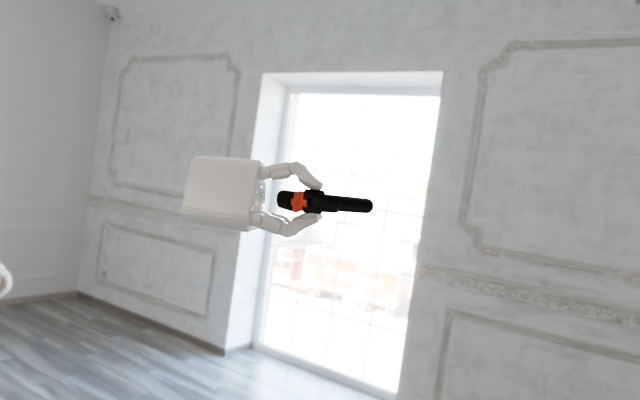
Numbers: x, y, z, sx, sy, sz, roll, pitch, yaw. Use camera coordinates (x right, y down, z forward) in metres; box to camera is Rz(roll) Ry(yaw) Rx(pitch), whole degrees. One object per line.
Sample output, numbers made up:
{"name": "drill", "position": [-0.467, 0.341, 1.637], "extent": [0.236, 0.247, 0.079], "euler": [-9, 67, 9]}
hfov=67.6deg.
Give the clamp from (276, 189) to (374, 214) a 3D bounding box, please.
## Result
{"name": "clamp", "position": [0.000, 0.002, 0.719], "extent": [0.164, 0.036, 0.210], "euler": [5, 1, 4]}
